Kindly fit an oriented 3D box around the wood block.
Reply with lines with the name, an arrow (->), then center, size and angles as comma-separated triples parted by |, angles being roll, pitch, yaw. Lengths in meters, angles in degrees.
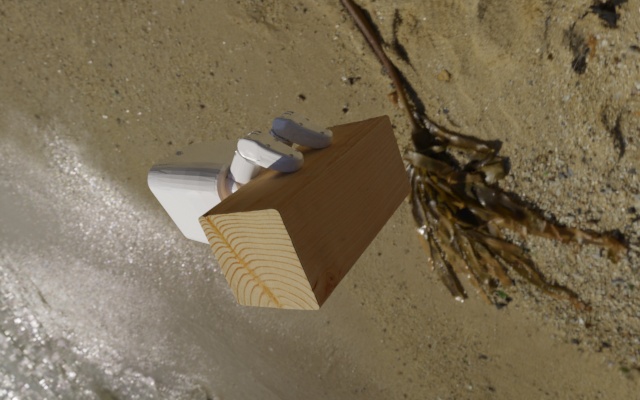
wood block -> 0.000, 0.002, 0.450 | 0.090, 0.091, 0.206 | -6, 24, 36
